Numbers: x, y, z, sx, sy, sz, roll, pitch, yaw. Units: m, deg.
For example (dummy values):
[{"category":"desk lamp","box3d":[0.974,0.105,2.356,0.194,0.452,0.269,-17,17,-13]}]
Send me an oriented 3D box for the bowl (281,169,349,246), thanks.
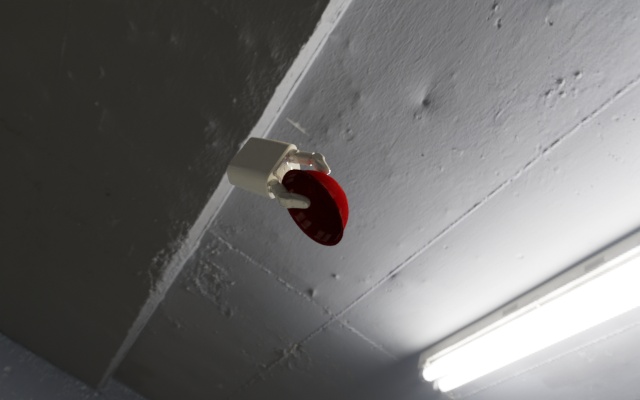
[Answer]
[{"category":"bowl","box3d":[0.001,0.003,0.887,0.055,0.162,0.162,-34,19,-32]}]
